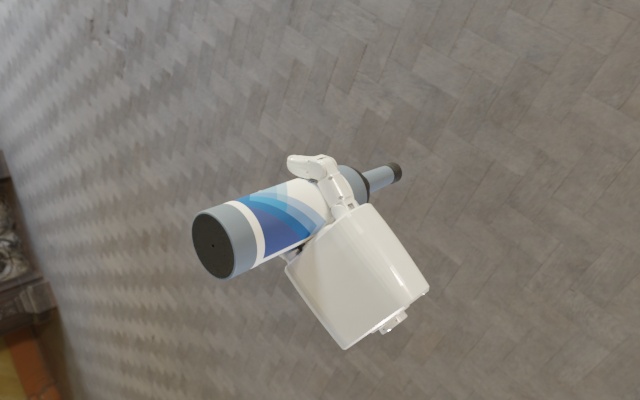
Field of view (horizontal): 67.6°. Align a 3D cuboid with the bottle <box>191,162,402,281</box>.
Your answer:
[{"bbox_3d":[0.000,0.002,0.532,0.069,0.069,0.295,0,16,43],"label":"bottle"}]
